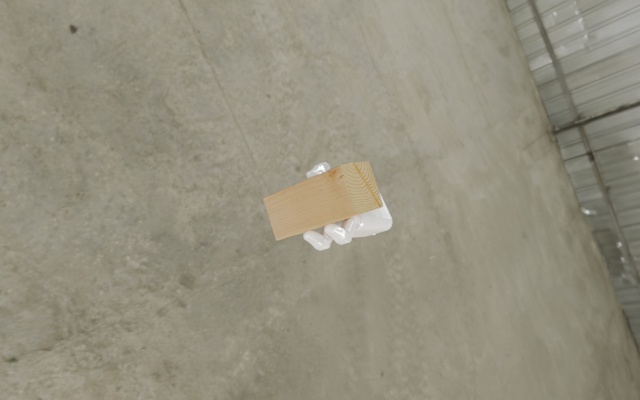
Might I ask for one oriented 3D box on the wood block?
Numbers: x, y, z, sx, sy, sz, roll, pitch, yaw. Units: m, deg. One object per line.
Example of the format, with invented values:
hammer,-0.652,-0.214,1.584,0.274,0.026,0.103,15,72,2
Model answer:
wood block,0.000,0.003,0.897,0.206,0.091,0.090,-21,-5,40
